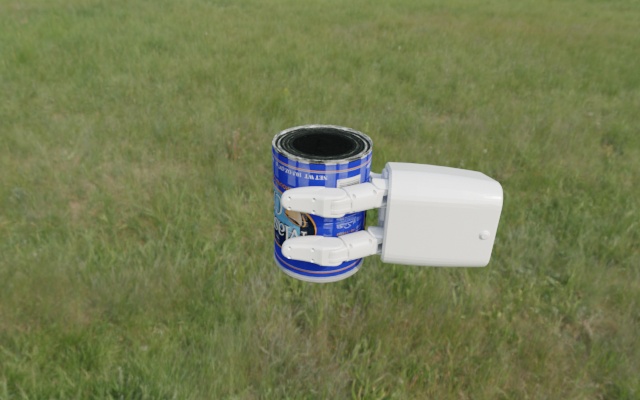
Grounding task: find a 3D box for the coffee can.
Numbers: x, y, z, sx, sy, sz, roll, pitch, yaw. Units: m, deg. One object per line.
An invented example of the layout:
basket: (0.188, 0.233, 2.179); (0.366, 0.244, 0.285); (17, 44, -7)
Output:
coffee can: (0.000, 0.002, 0.514); (0.103, 0.140, 0.102); (1, 28, -1)
